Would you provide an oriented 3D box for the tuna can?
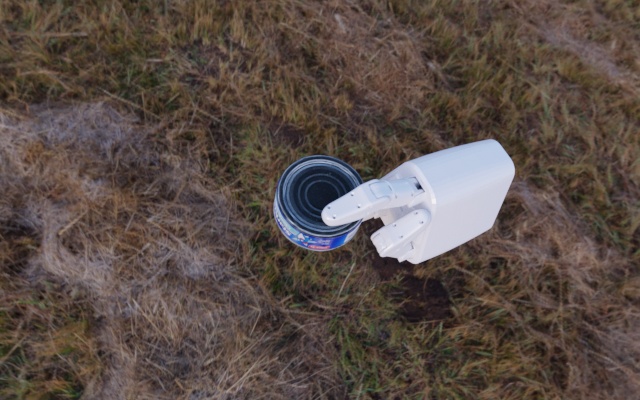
[{"bbox_3d":[0.000,0.001,0.444,0.086,0.086,0.034,0,-26,-10],"label":"tuna can"}]
